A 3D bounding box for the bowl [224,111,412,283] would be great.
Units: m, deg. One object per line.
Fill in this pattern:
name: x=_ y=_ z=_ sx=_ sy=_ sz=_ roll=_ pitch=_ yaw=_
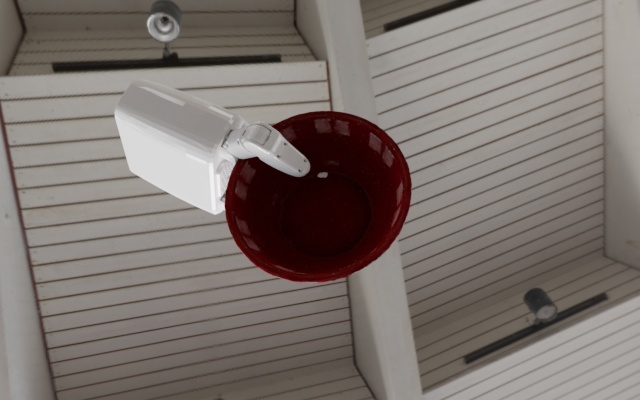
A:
bowl: x=0.001 y=0.002 z=0.428 sx=0.162 sy=0.162 sz=0.055 roll=0 pitch=-25 yaw=11
